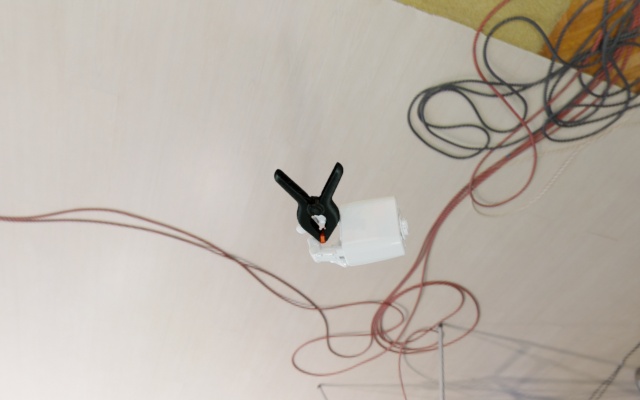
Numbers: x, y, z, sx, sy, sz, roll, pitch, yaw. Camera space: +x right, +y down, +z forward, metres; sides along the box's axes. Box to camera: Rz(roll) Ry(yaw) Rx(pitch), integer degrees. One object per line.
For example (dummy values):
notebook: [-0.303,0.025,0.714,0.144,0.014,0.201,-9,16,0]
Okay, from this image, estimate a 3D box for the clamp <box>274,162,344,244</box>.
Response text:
clamp: [0.000,0.003,0.852,0.120,0.172,0.039,-9,38,19]
